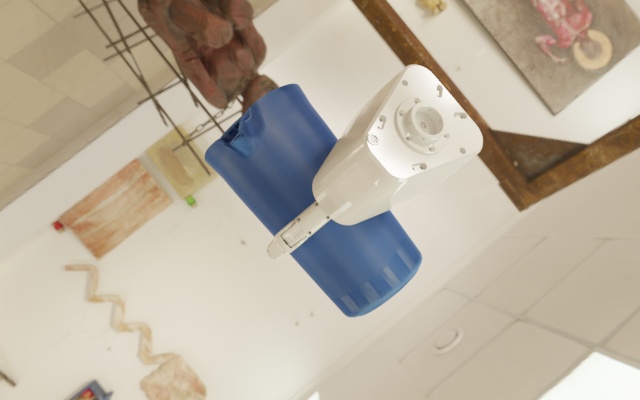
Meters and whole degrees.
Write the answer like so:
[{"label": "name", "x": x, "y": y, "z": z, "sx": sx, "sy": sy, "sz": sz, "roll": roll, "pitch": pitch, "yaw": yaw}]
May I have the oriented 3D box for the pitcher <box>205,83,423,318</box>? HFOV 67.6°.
[{"label": "pitcher", "x": 0.000, "y": 0.002, "z": 0.536, "sx": 0.149, "sy": 0.243, "sz": 0.145, "roll": -38, "pitch": -3, "yaw": -30}]
